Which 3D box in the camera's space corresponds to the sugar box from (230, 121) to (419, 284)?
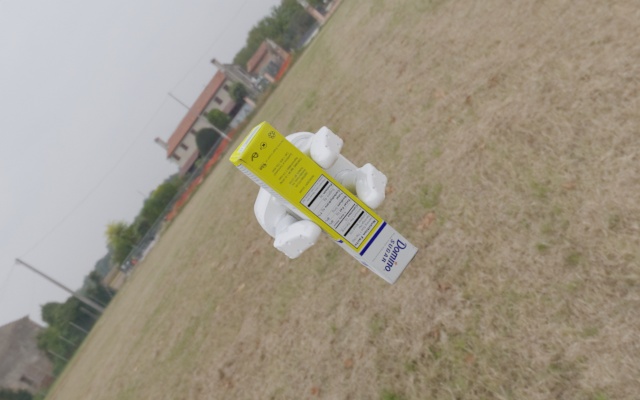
[{"bbox_3d":[0.000,0.001,0.441,0.176,0.048,0.093,37,-4,-15],"label":"sugar box"}]
